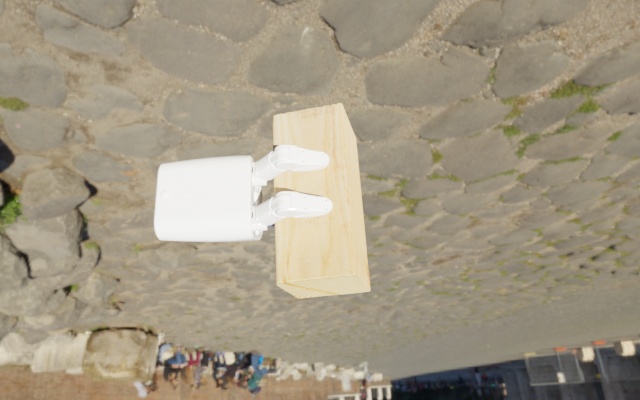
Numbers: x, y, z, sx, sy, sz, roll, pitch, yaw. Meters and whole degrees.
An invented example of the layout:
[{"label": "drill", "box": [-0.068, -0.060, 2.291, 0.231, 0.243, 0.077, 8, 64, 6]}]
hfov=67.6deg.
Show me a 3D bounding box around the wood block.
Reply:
[{"label": "wood block", "box": [0.000, 0.002, 0.566, 0.090, 0.206, 0.091, -8, -23, 12]}]
